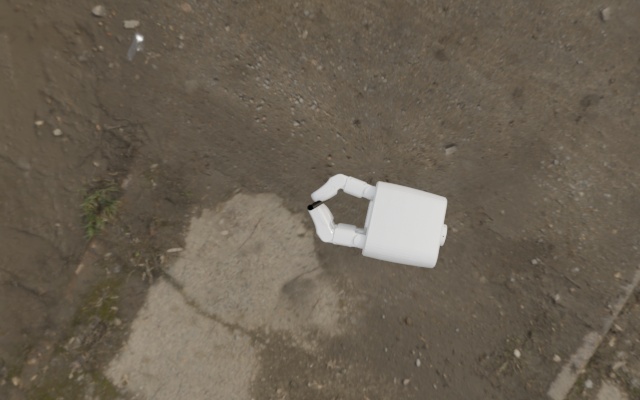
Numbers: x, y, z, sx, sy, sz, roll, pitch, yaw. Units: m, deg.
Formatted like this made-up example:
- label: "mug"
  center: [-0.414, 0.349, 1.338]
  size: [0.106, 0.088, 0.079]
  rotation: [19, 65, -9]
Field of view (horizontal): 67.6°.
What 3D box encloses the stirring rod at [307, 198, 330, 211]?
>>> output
- label: "stirring rod"
  center: [0.000, 0.002, 0.737]
  size: [0.011, 0.011, 0.239]
  rotation: [0, 3, 6]
